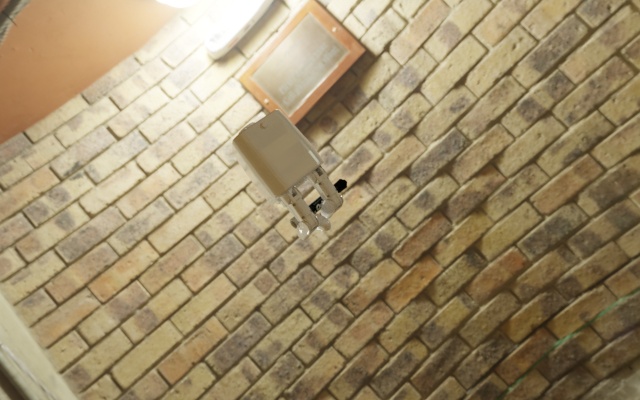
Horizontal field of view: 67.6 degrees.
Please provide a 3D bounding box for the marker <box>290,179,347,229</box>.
[{"bbox_3d":[0.000,0.003,0.750,0.121,0.020,0.020,-40,22,-29],"label":"marker"}]
